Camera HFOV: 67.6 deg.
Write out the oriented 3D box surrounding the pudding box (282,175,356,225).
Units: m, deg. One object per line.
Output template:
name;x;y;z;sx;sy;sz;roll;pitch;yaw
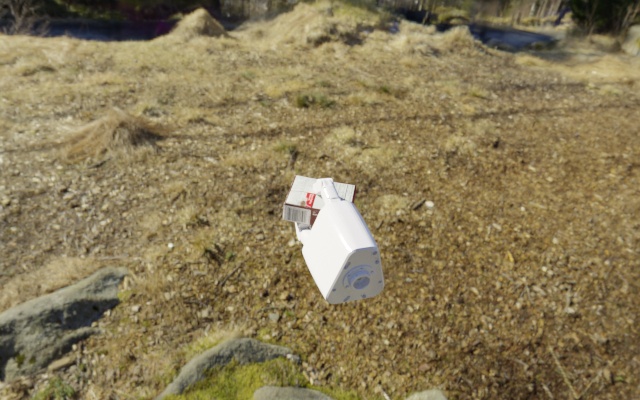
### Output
pudding box;0.000;0.003;0.805;0.113;0.039;0.090;11;36;4
